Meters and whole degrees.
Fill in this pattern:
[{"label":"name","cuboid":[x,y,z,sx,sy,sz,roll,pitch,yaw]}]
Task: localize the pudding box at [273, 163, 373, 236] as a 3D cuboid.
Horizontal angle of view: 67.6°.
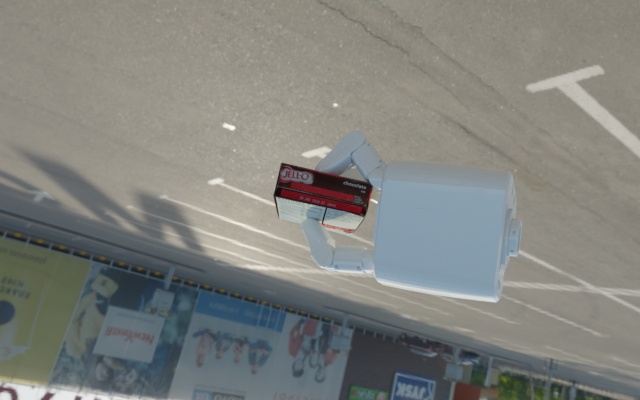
[{"label":"pudding box","cuboid":[0.000,0.002,0.492,0.090,0.039,0.113,14,-15,0]}]
